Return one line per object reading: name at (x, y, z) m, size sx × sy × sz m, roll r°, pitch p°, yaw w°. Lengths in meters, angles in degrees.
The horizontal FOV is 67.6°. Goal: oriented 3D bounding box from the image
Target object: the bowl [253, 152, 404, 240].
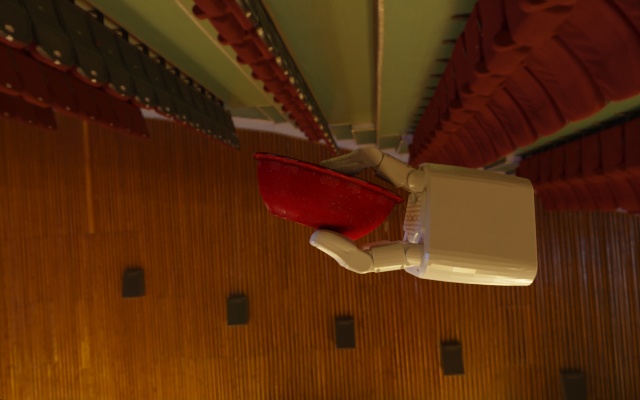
bowl at (-0.001, 0.002, 0.489) m, size 0.162 × 0.055 × 0.162 m, roll 18°, pitch -3°, yaw 1°
